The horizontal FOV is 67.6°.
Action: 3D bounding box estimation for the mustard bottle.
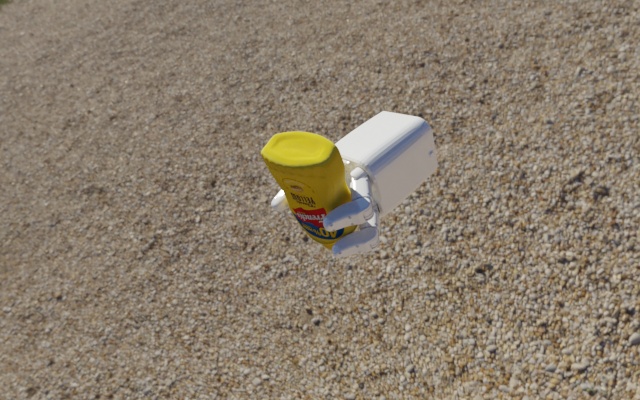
[{"bbox_3d":[0.000,0.002,0.603,0.096,0.058,0.192,13,-35,30],"label":"mustard bottle"}]
